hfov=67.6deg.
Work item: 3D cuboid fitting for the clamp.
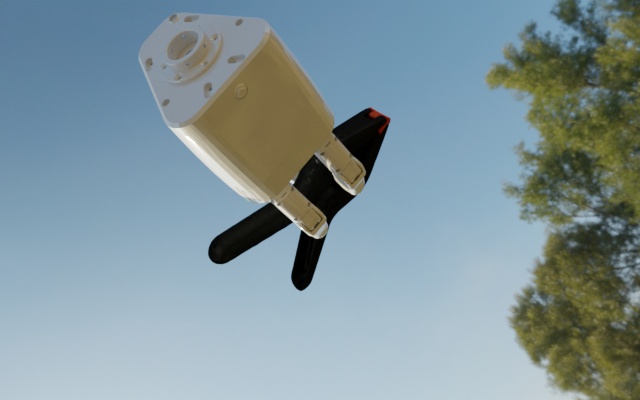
[{"bbox_3d":[0.000,0.001,0.482,0.036,0.210,0.165,37,-6,31],"label":"clamp"}]
